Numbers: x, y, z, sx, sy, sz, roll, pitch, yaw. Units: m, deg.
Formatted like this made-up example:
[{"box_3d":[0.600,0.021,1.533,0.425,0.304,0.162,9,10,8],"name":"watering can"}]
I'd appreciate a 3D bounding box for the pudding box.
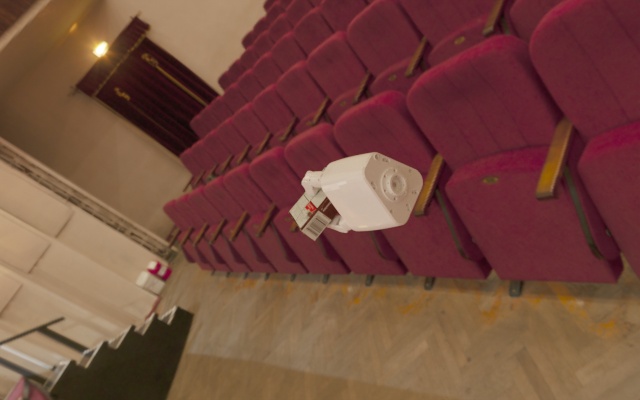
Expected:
[{"box_3d":[0.000,0.003,0.831,0.039,0.113,0.090,39,4,-24],"name":"pudding box"}]
